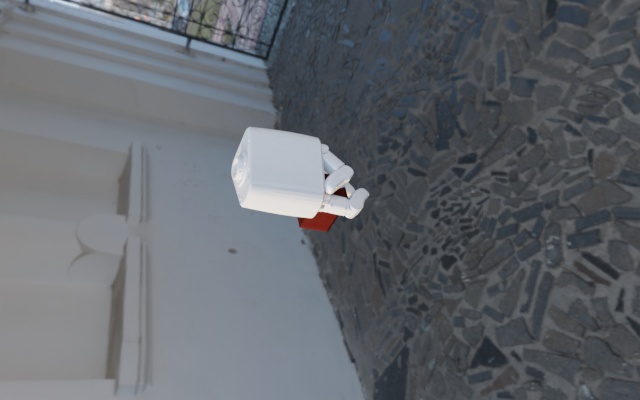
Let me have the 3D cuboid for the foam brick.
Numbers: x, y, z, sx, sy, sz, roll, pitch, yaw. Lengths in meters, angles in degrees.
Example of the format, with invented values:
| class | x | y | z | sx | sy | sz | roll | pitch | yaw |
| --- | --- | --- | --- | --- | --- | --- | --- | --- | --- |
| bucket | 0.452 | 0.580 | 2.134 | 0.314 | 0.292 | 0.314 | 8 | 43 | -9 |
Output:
| class | x | y | z | sx | sy | sz | roll | pitch | yaw |
| --- | --- | --- | --- | --- | --- | --- | --- | --- | --- |
| foam brick | 0.000 | 0.003 | 0.728 | 0.051 | 0.053 | 0.078 | 7 | -43 | -25 |
